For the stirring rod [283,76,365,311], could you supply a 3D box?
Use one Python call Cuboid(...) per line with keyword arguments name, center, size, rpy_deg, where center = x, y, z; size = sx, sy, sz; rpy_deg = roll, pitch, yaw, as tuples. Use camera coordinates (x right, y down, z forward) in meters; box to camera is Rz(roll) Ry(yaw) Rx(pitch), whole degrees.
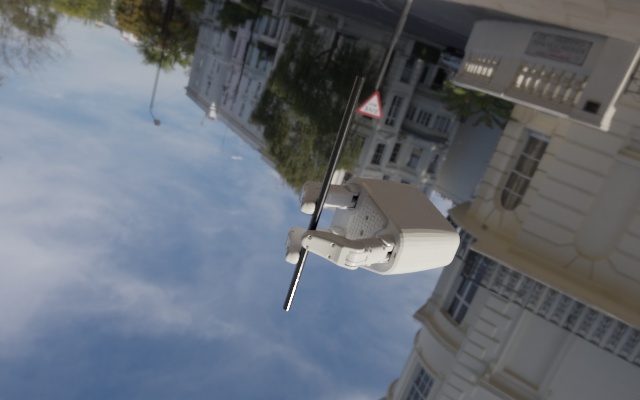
Cuboid(name="stirring rod", center=(0.000, 0.001, 0.453), size=(0.011, 0.239, 0.011), rpy_deg=(16, 18, -5))
